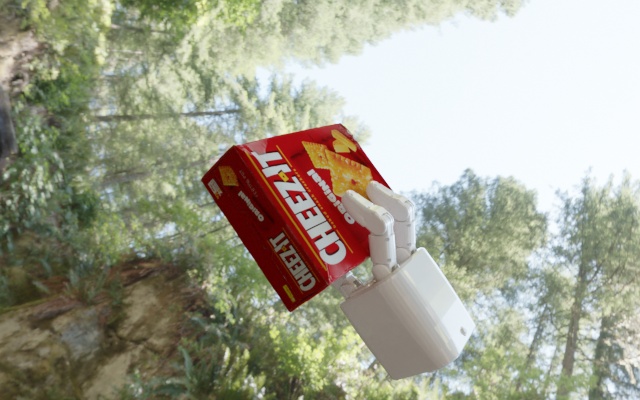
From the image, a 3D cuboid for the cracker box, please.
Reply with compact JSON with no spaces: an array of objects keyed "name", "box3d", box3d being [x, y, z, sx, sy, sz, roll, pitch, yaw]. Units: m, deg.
[{"name":"cracker box","box3d":[0.000,0.002,0.541,0.072,0.164,0.213,-41,-10,34]}]
